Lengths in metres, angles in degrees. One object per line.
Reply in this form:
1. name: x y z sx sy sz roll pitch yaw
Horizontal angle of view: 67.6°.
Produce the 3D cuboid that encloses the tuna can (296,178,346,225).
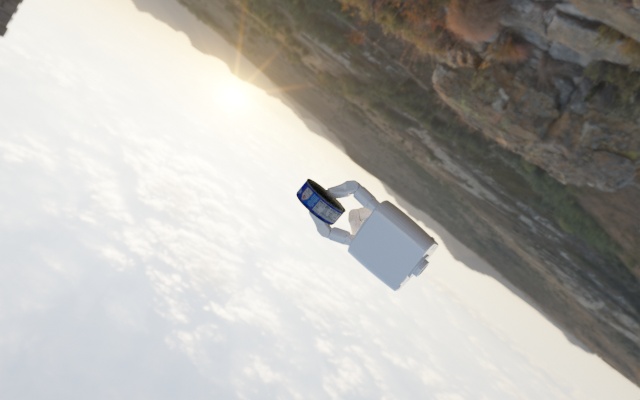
1. tuna can: 0.000 0.003 0.810 0.086 0.034 0.086 39 10 -9
